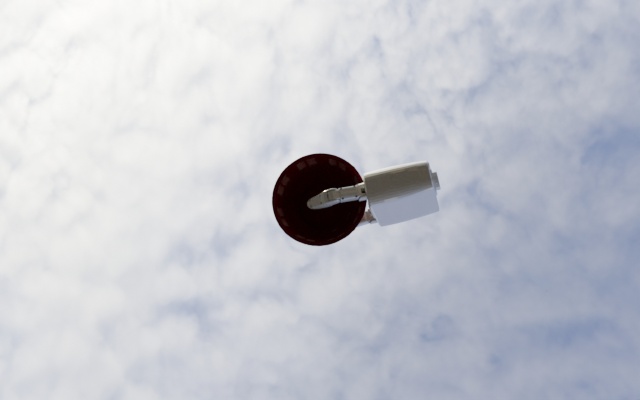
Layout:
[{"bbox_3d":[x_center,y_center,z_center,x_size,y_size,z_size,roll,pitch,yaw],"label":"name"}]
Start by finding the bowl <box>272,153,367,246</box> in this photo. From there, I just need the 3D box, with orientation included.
[{"bbox_3d":[-0.001,0.003,0.826,0.162,0.162,0.055,0,-14,7],"label":"bowl"}]
